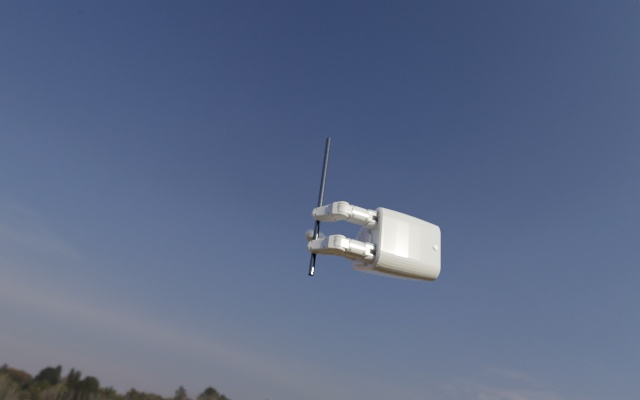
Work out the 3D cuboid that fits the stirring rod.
[{"bbox_3d":[0.000,0.003,0.748,0.011,0.239,0.011,6,-28,3],"label":"stirring rod"}]
